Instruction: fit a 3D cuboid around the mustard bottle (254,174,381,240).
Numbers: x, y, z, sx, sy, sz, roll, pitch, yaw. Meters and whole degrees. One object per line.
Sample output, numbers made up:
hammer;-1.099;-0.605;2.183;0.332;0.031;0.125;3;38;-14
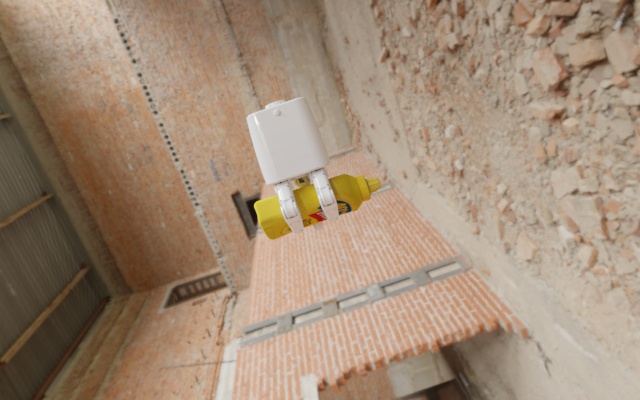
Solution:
mustard bottle;0.000;0.003;0.739;0.191;0.058;0.096;-19;-21;0
